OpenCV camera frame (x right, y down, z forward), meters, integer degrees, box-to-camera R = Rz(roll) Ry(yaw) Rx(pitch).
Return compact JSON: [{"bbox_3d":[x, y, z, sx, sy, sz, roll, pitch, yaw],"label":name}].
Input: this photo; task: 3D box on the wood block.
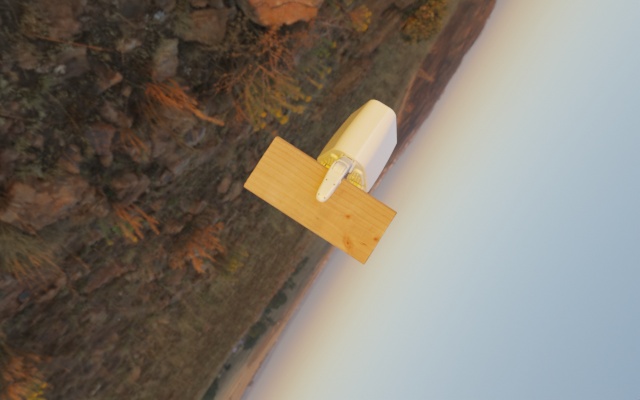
[{"bbox_3d":[0.000,0.002,0.720,0.206,0.090,0.091,33,-4,5],"label":"wood block"}]
